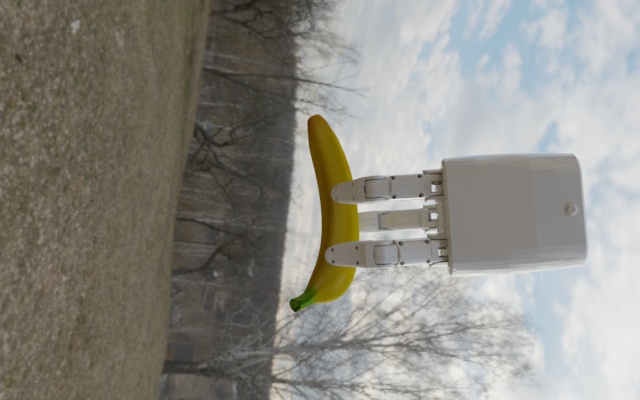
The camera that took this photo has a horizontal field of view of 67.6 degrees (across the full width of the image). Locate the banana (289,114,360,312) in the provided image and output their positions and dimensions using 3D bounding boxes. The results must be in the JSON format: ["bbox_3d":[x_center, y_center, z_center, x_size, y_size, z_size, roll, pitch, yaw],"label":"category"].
[{"bbox_3d":[0.010,0.012,0.452,0.037,0.197,0.070,-14,-31,30],"label":"banana"}]
